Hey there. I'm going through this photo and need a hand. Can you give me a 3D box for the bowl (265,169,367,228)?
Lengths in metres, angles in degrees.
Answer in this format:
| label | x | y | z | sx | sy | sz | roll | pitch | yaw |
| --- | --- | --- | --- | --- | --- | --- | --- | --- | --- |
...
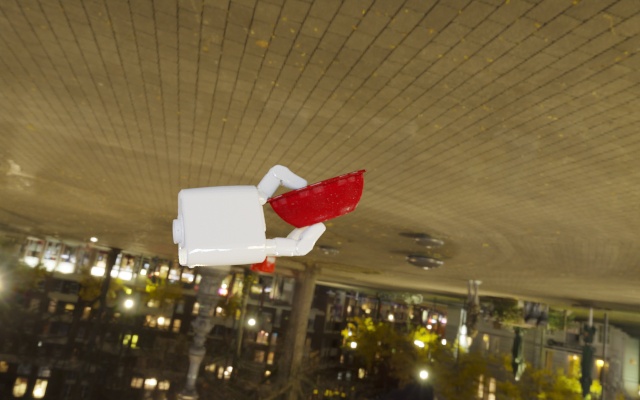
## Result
| label | x | y | z | sx | sy | sz | roll | pitch | yaw |
| --- | --- | --- | --- | --- | --- | --- | --- | --- | --- |
| bowl | 0.002 | 0.002 | 0.719 | 0.162 | 0.055 | 0.162 | -18 | 0 | 0 |
